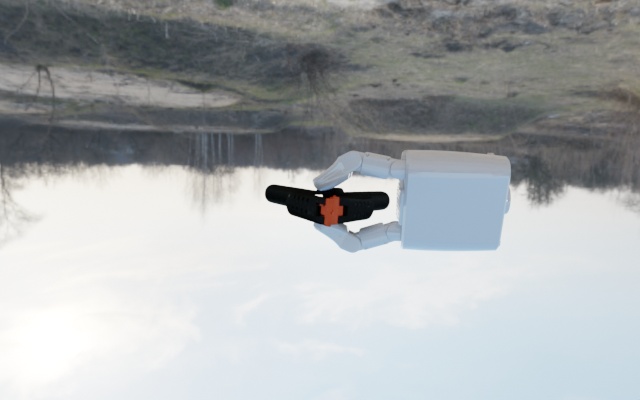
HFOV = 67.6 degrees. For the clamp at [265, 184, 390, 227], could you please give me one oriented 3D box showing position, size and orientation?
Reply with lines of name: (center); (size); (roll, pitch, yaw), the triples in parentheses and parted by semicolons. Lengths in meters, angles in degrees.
clamp: (0.000, 0.003, 0.549); (0.164, 0.036, 0.210); (3, 5, 6)
